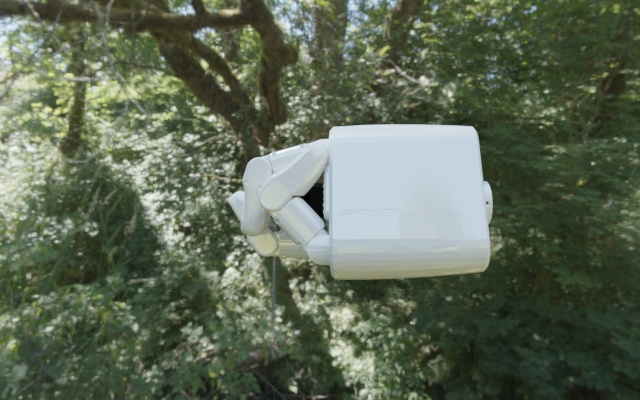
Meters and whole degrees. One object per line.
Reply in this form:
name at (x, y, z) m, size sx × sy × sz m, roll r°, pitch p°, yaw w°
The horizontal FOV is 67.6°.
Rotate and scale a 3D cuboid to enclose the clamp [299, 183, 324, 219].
clamp at (0.000, 0.001, 0.453) m, size 0.120 × 0.039 × 0.171 m, roll -3°, pitch 0°, yaw 5°
